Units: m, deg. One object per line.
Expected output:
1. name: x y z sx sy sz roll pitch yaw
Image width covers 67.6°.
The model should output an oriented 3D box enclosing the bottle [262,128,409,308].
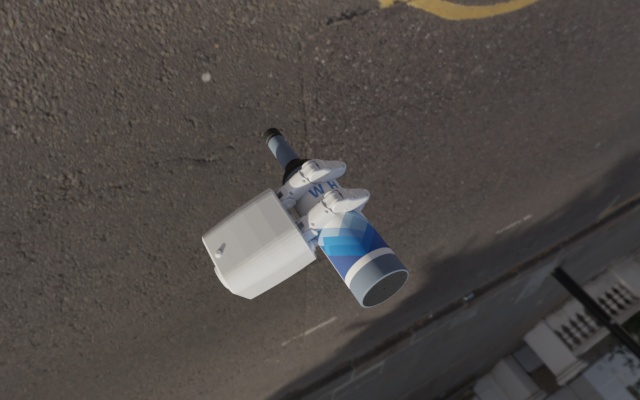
1. bottle: 0.000 0.002 0.622 0.069 0.069 0.295 0 42 -42
